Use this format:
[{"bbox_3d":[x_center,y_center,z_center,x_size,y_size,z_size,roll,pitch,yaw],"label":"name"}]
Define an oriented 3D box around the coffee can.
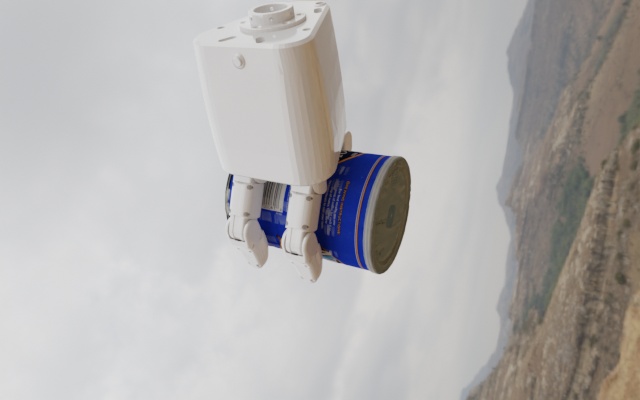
[{"bbox_3d":[0.000,0.002,0.437,0.140,0.103,0.103,11,4,25],"label":"coffee can"}]
